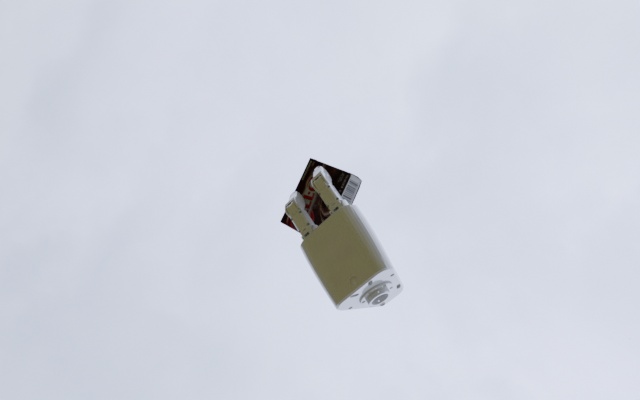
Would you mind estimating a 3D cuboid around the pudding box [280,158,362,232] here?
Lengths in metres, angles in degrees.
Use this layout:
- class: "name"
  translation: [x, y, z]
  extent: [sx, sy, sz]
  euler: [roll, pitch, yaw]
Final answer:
- class: "pudding box"
  translation: [0.000, 0.002, 0.717]
  extent: [0.090, 0.113, 0.039]
  euler: [25, -2, 40]
